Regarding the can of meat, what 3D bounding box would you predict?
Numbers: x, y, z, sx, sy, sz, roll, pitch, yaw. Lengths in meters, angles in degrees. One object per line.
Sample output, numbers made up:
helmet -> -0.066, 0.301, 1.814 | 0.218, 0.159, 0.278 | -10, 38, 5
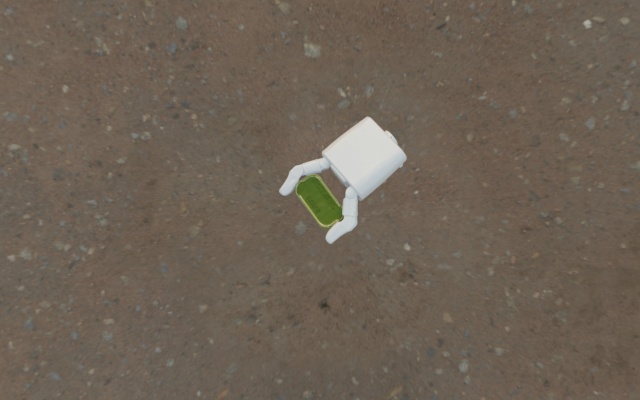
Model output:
can of meat -> 0.000, 0.003, 0.859 | 0.057, 0.102, 0.084 | -37, -3, 0
